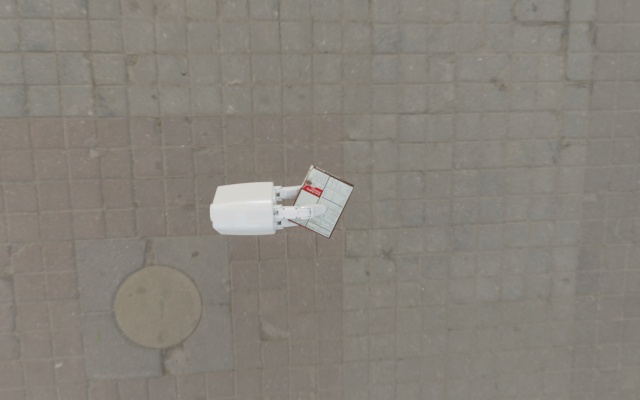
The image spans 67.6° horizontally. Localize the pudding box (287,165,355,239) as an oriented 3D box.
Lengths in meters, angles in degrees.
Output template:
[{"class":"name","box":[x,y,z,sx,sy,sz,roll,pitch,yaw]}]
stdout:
[{"class":"pudding box","box":[0.000,0.003,0.892,0.090,0.113,0.039,26,6,-6]}]
